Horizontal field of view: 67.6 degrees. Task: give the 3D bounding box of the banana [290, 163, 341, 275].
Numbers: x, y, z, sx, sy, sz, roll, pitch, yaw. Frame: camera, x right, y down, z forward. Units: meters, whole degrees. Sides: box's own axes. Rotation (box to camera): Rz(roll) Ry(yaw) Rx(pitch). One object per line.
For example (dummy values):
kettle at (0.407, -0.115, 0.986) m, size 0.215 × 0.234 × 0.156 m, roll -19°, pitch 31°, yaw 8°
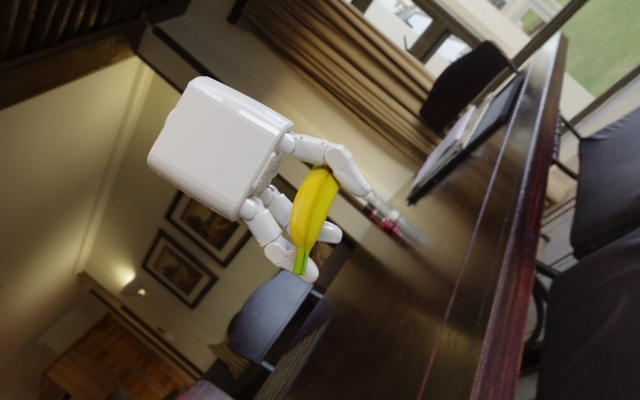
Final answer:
banana at (0.003, -0.011, 0.507) m, size 0.037 × 0.070 × 0.197 m, roll 20°, pitch 37°, yaw 7°
